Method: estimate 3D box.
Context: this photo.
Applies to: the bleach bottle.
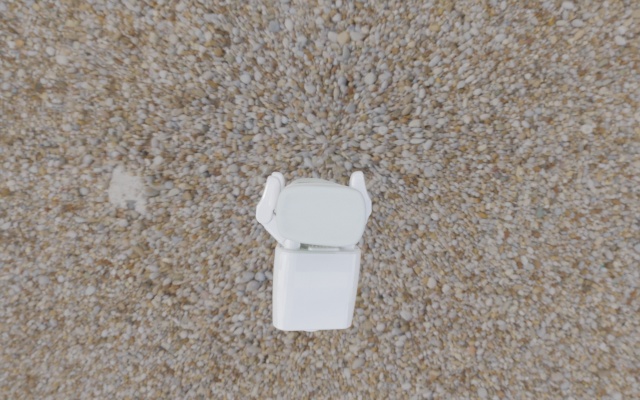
[{"bbox_3d":[0.000,0.002,0.639,0.102,0.068,0.251,4,7,0],"label":"bleach bottle"}]
